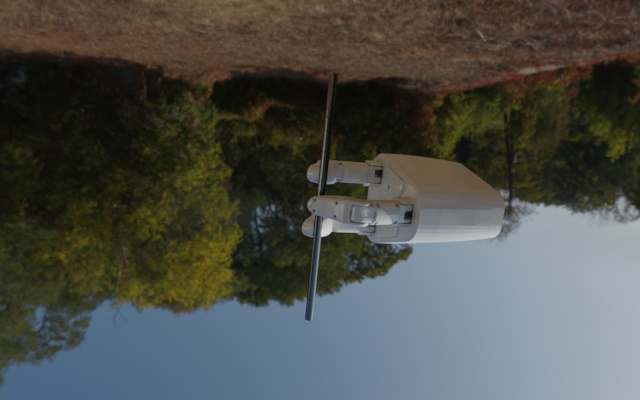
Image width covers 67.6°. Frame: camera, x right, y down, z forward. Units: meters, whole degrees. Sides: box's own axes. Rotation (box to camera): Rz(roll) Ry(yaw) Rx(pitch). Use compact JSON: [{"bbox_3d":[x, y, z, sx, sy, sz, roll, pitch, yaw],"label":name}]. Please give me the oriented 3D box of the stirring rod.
[{"bbox_3d":[0.000,0.001,0.460,0.011,0.239,0.011,6,10,-1],"label":"stirring rod"}]
